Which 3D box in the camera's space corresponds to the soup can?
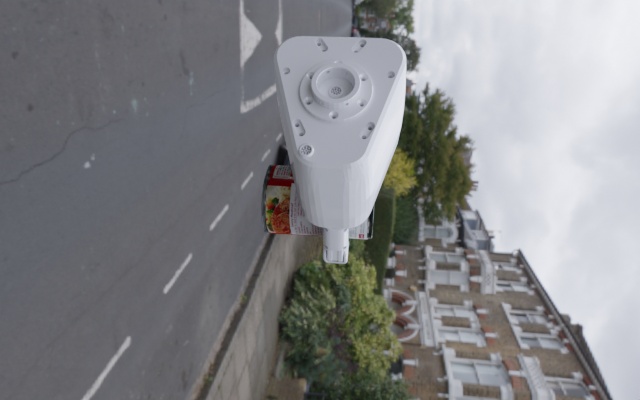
[{"bbox_3d":[0.000,0.002,0.461,0.102,0.068,0.068,3,0,5],"label":"soup can"}]
